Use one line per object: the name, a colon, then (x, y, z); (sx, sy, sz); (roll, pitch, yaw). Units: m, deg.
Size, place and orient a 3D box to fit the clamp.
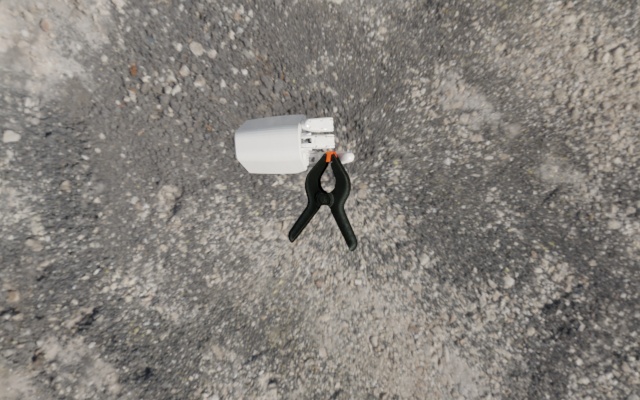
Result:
clamp: (0.000, 0.003, 0.812); (0.120, 0.171, 0.039); (-2, 2, 7)
